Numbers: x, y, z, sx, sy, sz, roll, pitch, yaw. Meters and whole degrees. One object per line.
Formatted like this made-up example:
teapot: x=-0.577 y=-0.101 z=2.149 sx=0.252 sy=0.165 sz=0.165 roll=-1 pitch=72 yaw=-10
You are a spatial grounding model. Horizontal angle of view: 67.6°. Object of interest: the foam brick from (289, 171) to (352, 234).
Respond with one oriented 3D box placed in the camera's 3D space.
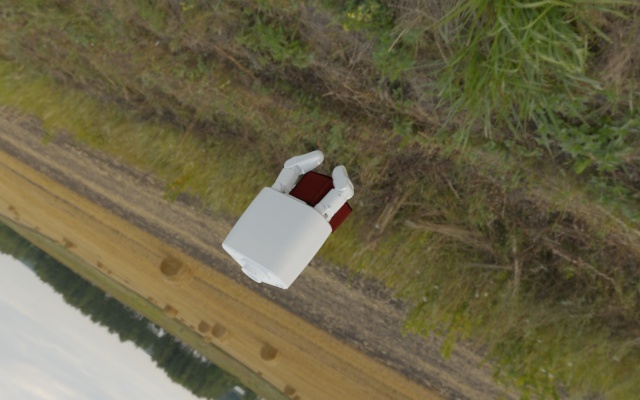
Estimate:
foam brick: x=0.000 y=0.002 z=0.712 sx=0.053 sy=0.051 sz=0.078 roll=19 pitch=-26 yaw=45
